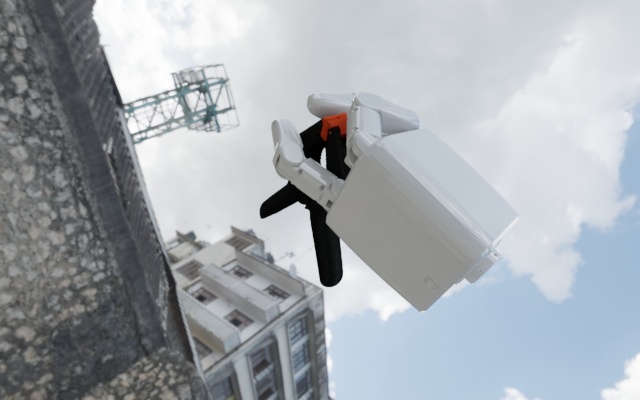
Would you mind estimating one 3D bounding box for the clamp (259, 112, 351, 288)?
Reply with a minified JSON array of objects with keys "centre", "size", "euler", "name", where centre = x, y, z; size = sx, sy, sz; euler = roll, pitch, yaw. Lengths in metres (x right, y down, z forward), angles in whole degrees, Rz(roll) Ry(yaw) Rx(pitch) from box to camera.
[{"centre":[0.000,0.001,0.443],"size":[0.039,0.120,0.172],"euler":[-31,-21,-38],"name":"clamp"}]
